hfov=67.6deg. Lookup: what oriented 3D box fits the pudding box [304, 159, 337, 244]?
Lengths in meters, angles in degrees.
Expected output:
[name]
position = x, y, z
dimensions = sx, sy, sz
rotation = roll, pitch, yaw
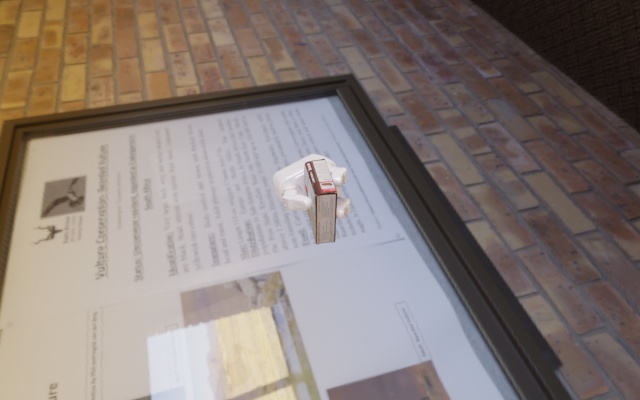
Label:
[pudding box]
position = 0.000, 0.003, 0.789
dimensions = 0.039, 0.114, 0.090
rotation = -10, 43, -9
